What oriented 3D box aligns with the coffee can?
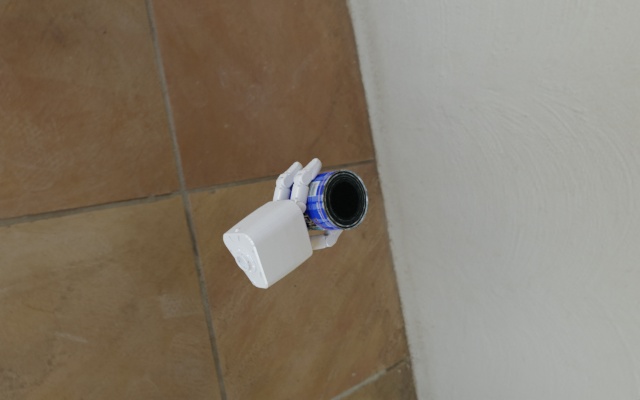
[{"bbox_3d":[0.000,0.003,0.851,0.103,0.103,0.140,0,-4,-39],"label":"coffee can"}]
